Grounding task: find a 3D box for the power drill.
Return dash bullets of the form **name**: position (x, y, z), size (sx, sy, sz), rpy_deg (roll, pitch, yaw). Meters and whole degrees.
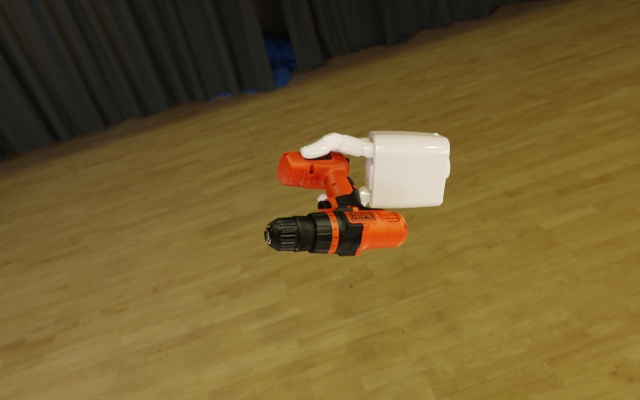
- **power drill**: position (0.000, 0.002, 0.640), size (0.184, 0.057, 0.187), rpy_deg (1, 35, -23)
